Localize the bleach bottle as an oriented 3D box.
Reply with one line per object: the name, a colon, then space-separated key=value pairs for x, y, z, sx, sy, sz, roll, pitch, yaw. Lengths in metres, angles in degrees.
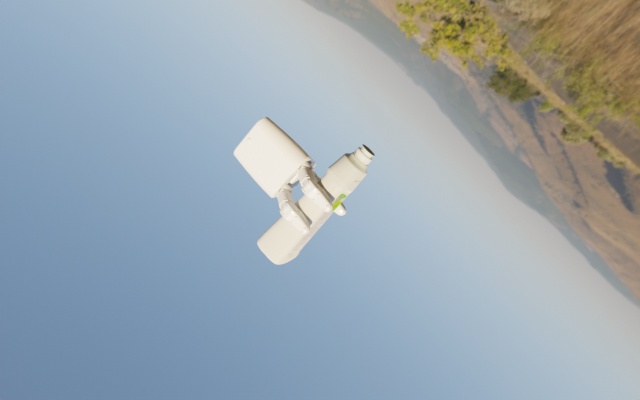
bleach bottle: x=0.000 y=0.003 z=0.823 sx=0.251 sy=0.068 sz=0.102 roll=-46 pitch=-8 yaw=20
